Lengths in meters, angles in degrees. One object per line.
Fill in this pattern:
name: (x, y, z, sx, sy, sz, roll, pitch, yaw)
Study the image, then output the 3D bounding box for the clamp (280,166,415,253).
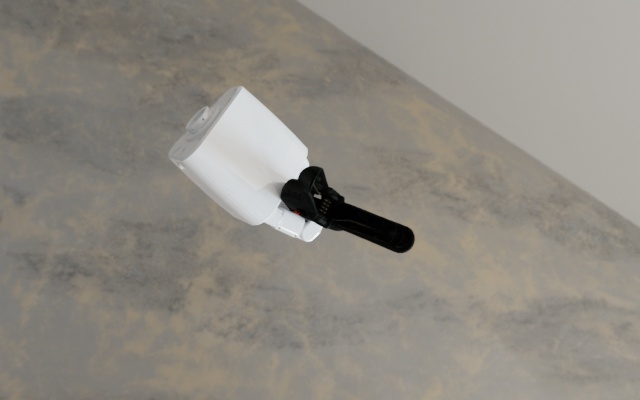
clamp: (0.000, 0.001, 0.460, 0.120, 0.039, 0.171, 41, -16, -28)
